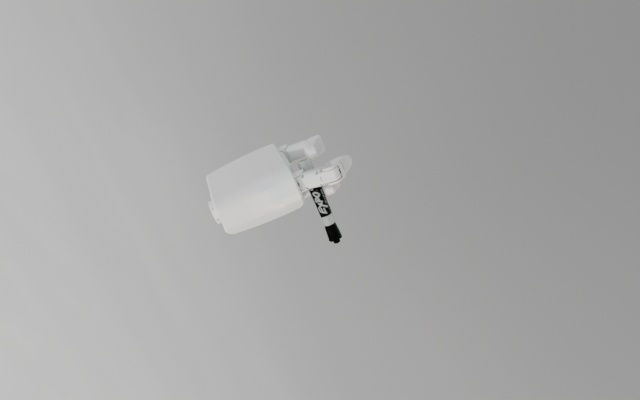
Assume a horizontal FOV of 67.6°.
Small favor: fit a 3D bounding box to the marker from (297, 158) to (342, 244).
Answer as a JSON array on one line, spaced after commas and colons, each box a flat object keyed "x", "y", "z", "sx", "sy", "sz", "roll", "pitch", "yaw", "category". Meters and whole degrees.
[{"x": 0.000, "y": 0.002, "z": 0.627, "sx": 0.020, "sy": 0.121, "sz": 0.020, "roll": -21, "pitch": 14, "yaw": 6, "category": "marker"}]
